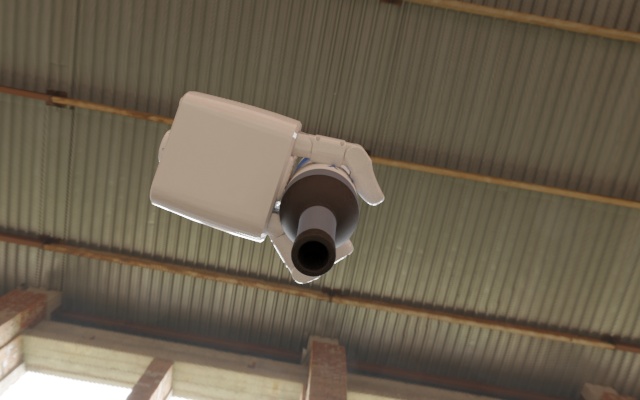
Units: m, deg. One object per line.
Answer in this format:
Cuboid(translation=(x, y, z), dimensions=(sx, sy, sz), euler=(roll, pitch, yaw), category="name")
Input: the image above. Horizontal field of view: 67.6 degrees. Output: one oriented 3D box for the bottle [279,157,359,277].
Cuboid(translation=(0.000, 0.001, 0.430), dimensions=(0.069, 0.069, 0.295), euler=(0, 13, 2), category="bottle")
